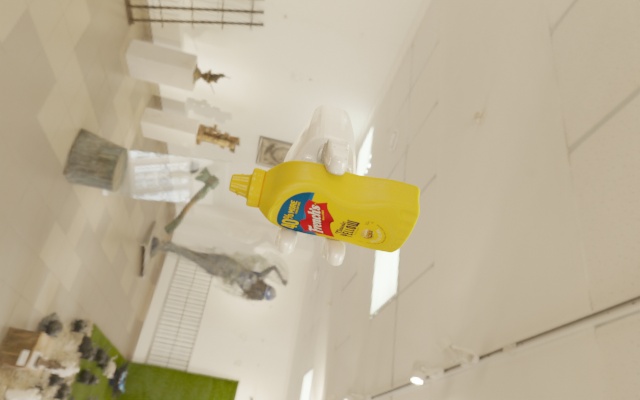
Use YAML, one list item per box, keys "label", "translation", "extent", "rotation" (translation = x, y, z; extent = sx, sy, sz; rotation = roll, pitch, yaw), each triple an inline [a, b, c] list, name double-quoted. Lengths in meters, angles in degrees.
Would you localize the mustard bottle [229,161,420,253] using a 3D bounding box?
- label: "mustard bottle"
  translation: [0.000, 0.002, 0.504]
  extent: [0.191, 0.058, 0.096]
  rotation: [13, -33, -6]
